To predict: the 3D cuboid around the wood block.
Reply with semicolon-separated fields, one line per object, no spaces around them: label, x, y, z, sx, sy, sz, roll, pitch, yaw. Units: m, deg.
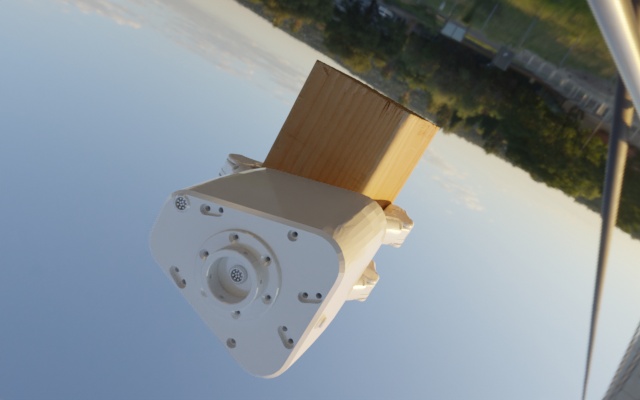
wood block;0.000;0.001;0.409;0.091;0.206;0.090;36;17;21
